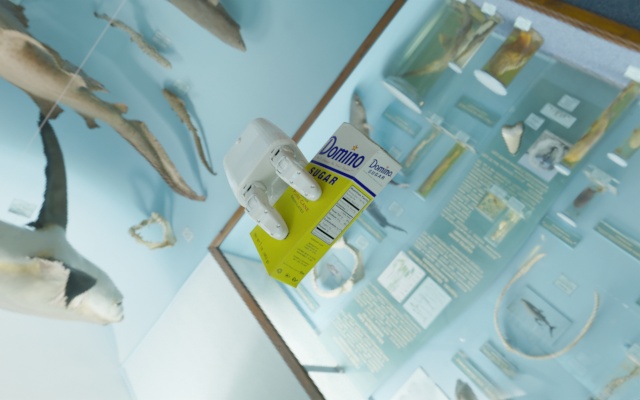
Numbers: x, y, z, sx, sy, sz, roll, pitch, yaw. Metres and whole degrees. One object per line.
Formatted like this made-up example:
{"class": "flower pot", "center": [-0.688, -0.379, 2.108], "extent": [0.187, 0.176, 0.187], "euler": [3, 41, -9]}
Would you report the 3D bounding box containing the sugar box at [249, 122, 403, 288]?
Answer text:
{"class": "sugar box", "center": [0.000, 0.001, 0.527], "extent": [0.048, 0.176, 0.093], "euler": [33, 10, -34]}
